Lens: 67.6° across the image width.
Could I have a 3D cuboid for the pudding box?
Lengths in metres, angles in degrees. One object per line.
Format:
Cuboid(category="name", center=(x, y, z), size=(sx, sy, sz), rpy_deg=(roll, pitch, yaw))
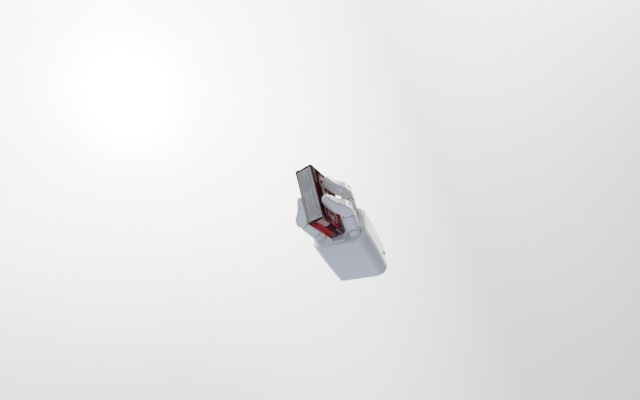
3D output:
Cuboid(category="pudding box", center=(0.000, 0.003, 0.869), size=(0.039, 0.113, 0.090), rpy_deg=(-26, -30, 16))
